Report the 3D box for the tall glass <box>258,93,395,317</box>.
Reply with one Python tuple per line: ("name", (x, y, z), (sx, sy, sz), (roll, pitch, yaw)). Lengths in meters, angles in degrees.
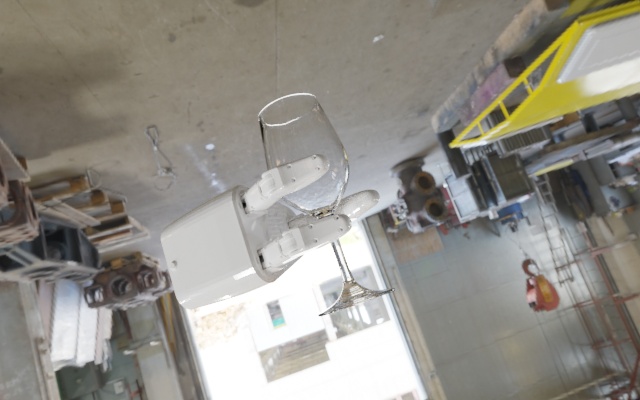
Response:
("tall glass", (0.000, 0.002, 0.453), (0.079, 0.201, 0.079), (-18, -12, -4))
